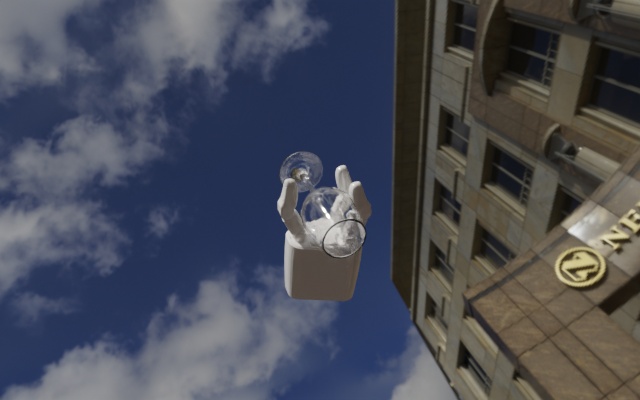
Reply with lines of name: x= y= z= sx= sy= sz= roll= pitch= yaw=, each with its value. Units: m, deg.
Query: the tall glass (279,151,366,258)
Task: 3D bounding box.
tall glass: x=0.000 y=0.002 z=0.701 sx=0.079 sy=0.079 sz=0.201 roll=0 pitch=29 yaw=-21
